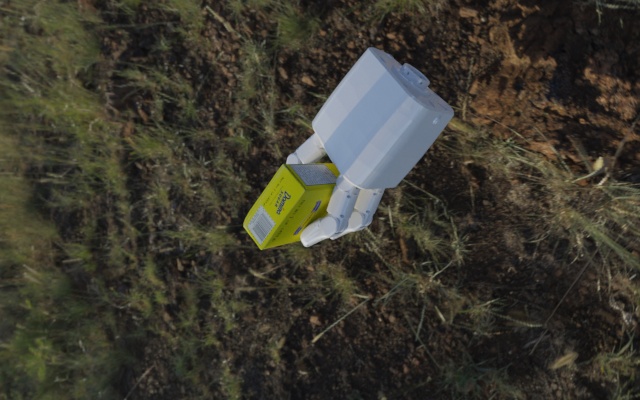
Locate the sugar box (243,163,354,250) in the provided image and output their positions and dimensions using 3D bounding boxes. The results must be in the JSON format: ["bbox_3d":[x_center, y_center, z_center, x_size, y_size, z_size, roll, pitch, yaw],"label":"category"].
[{"bbox_3d":[0.000,0.002,0.562,0.176,0.048,0.093,-5,-40,-53],"label":"sugar box"}]
